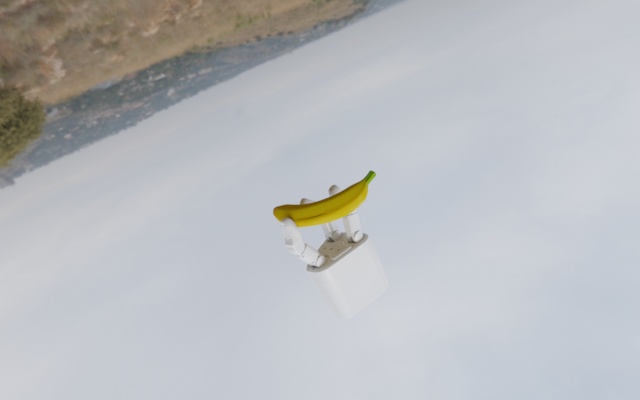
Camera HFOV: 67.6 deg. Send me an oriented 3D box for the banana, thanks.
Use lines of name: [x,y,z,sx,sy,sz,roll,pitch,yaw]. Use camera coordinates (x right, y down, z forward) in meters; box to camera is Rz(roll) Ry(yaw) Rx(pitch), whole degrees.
banana: [-0.002,0.011,0.747,0.198,0.037,0.069,-18,24,29]
